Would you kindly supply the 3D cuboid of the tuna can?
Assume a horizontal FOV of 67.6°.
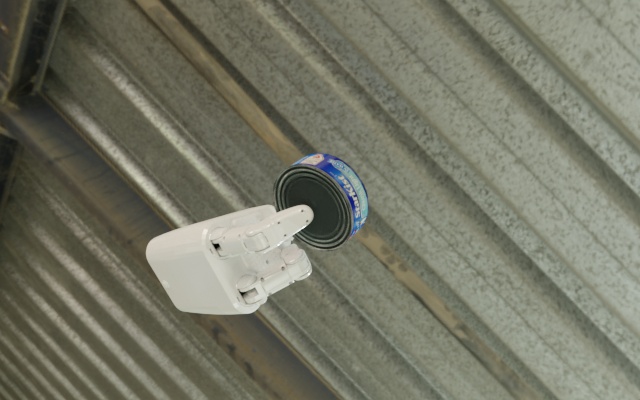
[{"bbox_3d":[0.000,0.001,0.432,0.086,0.086,0.033,0,25,38],"label":"tuna can"}]
